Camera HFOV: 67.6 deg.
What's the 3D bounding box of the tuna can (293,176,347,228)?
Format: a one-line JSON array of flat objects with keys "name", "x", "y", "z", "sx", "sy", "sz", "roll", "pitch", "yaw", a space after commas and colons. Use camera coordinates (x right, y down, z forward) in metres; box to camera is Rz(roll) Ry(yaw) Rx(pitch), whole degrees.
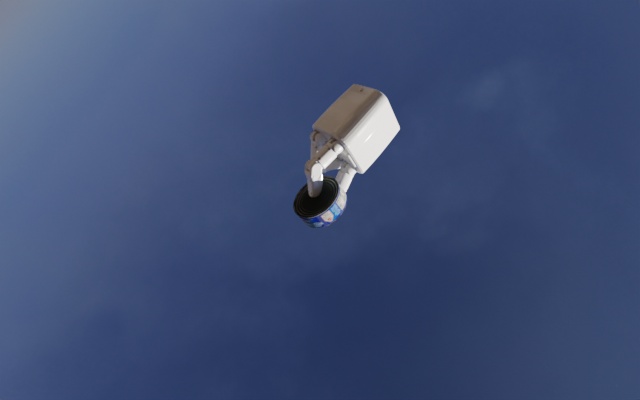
[{"name": "tuna can", "x": 0.000, "y": 0.003, "z": 0.784, "sx": 0.086, "sy": 0.086, "sz": 0.034, "roll": 0, "pitch": -37, "yaw": 38}]
